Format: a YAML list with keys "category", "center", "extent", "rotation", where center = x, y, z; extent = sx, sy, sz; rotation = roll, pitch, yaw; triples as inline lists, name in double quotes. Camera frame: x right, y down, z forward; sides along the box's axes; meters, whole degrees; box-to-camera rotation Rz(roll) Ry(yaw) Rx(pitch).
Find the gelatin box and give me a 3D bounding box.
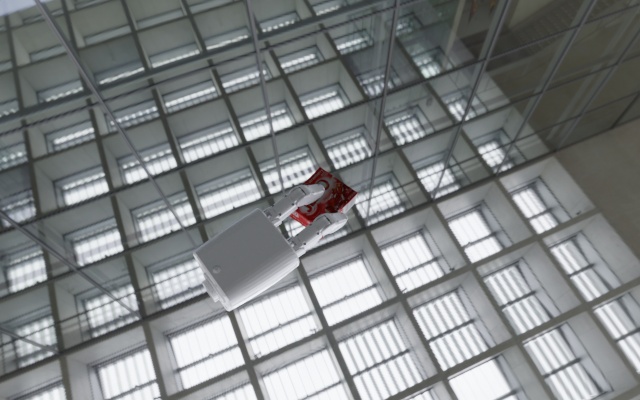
- category: "gelatin box"
  center: [0.000, 0.002, 0.707]
  extent: [0.073, 0.089, 0.030]
  rotation: [35, -30, 17]
